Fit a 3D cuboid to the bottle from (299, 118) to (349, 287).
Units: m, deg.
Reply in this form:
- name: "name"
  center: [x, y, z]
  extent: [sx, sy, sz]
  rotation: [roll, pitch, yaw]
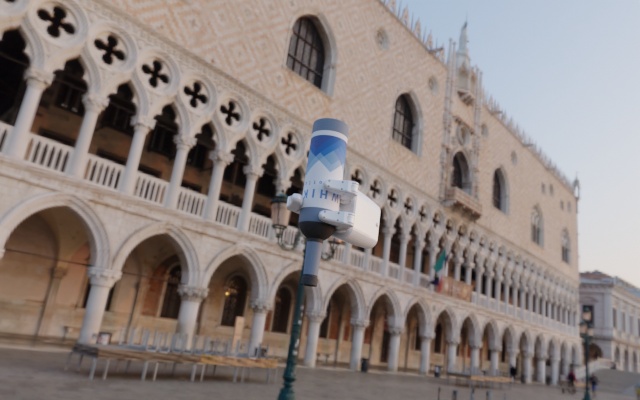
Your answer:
- name: "bottle"
  center: [0.000, 0.002, 0.841]
  extent: [0.069, 0.295, 0.069]
  rotation: [7, -15, 2]
